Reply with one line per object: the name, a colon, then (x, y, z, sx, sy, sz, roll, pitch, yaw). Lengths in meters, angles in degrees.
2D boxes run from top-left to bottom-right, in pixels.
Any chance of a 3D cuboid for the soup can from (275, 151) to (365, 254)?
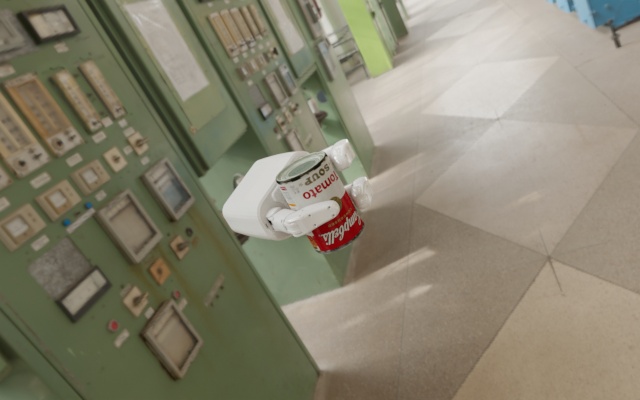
soup can: (0.000, 0.002, 0.559, 0.068, 0.102, 0.068, -25, 20, 10)
